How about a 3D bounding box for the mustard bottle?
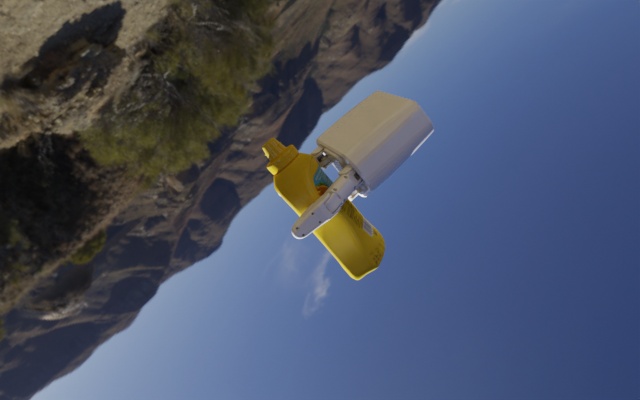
[{"bbox_3d":[0.000,0.002,0.578,0.058,0.192,0.096,-36,15,19],"label":"mustard bottle"}]
